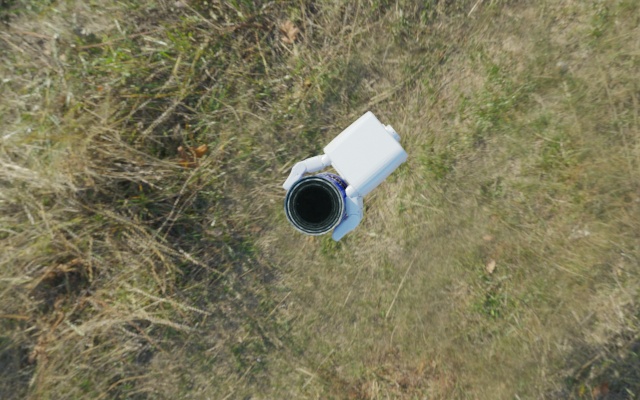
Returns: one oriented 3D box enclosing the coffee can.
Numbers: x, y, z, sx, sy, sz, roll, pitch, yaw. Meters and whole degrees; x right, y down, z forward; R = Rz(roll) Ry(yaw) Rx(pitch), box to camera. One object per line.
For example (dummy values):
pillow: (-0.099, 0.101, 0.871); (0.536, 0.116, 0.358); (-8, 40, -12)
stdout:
coffee can: (0.000, 0.003, 0.868); (0.103, 0.103, 0.140); (0, 5, 9)
